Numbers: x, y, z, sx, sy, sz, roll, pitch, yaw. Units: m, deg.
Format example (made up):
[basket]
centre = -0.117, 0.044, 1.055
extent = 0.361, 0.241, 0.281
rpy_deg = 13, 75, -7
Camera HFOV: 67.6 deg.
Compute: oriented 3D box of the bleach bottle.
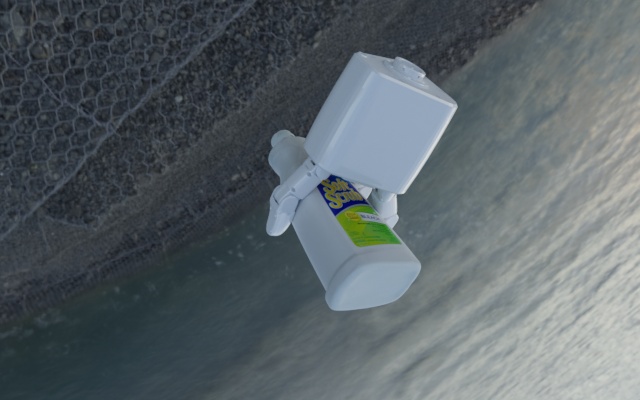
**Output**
[bleach bottle]
centre = 0.000, 0.002, 0.527
extent = 0.102, 0.068, 0.250
rpy_deg = 3, 38, -38
